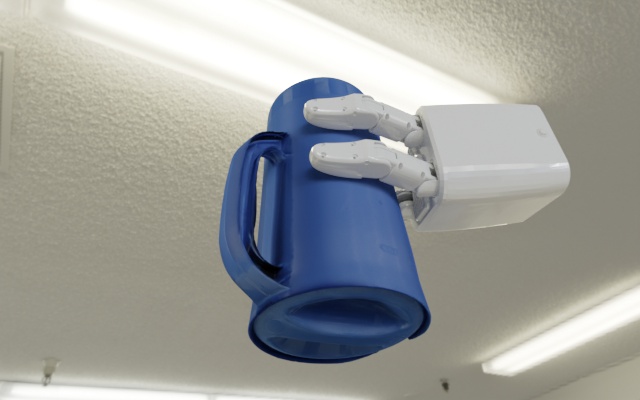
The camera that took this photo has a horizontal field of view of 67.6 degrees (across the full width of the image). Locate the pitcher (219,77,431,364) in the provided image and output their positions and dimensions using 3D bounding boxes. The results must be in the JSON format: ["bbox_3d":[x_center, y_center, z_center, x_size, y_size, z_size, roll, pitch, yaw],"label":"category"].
[{"bbox_3d":[0.000,0.001,0.411,0.145,0.242,0.149,-3,-38,-3],"label":"pitcher"}]
